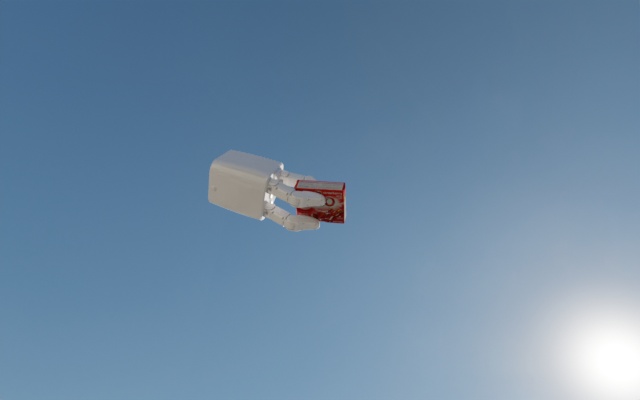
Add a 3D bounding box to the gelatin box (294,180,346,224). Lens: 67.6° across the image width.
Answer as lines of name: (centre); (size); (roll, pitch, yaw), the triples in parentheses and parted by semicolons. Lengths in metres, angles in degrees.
gelatin box: (0.001, 0.003, 0.850); (0.089, 0.073, 0.030); (3, 36, 9)
